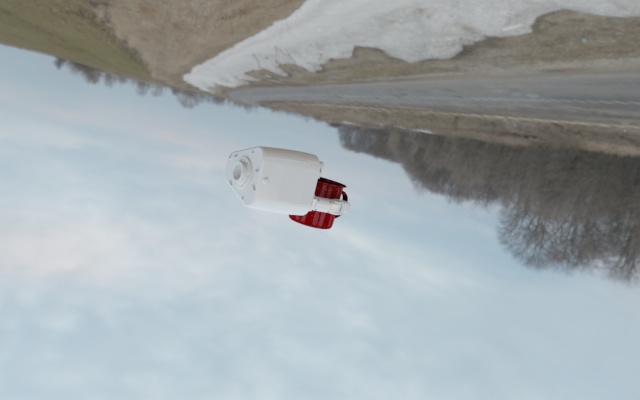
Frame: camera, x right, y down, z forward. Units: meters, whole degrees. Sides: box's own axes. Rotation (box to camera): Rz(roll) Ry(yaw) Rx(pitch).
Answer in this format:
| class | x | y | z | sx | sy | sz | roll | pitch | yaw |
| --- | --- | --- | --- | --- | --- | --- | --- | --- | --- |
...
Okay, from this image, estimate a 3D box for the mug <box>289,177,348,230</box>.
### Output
| class | x | y | z | sx | sy | sz | roll | pitch | yaw |
| --- | --- | --- | --- | --- | --- | --- | --- | --- | --- |
| mug | 0.001 | 0.003 | 0.851 | 0.117 | 0.081 | 0.093 | 8 | 10 | -41 |
